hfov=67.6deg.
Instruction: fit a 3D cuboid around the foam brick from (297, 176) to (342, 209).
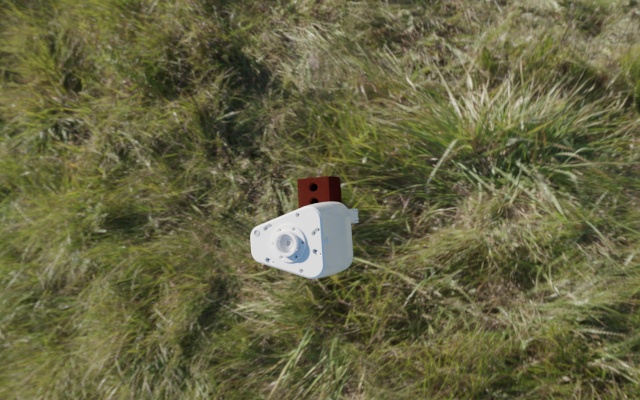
[{"bbox_3d":[0.000,0.002,0.731,0.053,0.078,0.051,-4,-1,22],"label":"foam brick"}]
